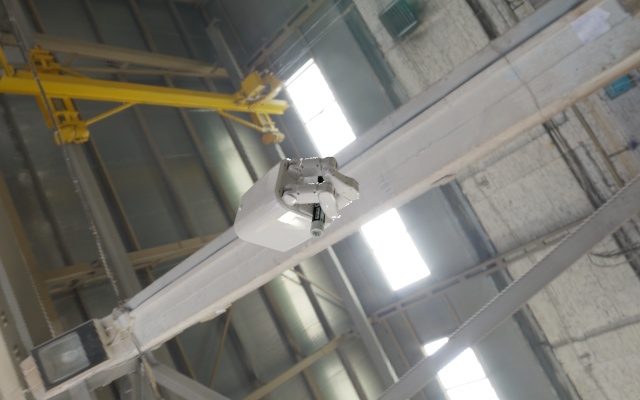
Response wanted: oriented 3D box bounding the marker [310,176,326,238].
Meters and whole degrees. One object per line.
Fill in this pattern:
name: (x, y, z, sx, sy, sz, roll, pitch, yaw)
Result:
marker: (0.000, 0.002, 0.686, 0.020, 0.020, 0.121, 3, 45, 4)
